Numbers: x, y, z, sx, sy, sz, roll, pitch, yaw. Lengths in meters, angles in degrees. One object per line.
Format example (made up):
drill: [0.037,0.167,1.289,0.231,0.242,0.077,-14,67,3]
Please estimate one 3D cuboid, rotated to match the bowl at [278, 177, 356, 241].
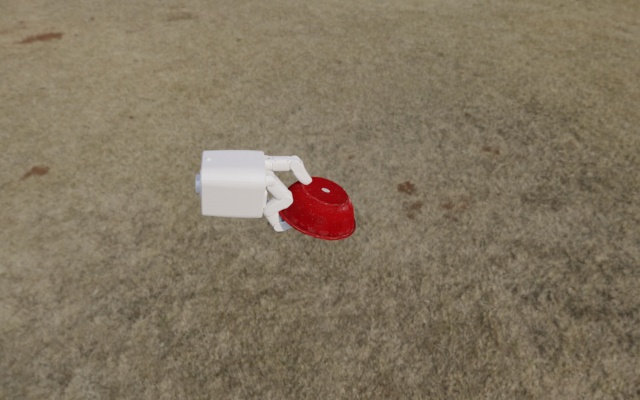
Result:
bowl: [0.001,0.003,0.894,0.162,0.055,0.162,16,30,-10]
